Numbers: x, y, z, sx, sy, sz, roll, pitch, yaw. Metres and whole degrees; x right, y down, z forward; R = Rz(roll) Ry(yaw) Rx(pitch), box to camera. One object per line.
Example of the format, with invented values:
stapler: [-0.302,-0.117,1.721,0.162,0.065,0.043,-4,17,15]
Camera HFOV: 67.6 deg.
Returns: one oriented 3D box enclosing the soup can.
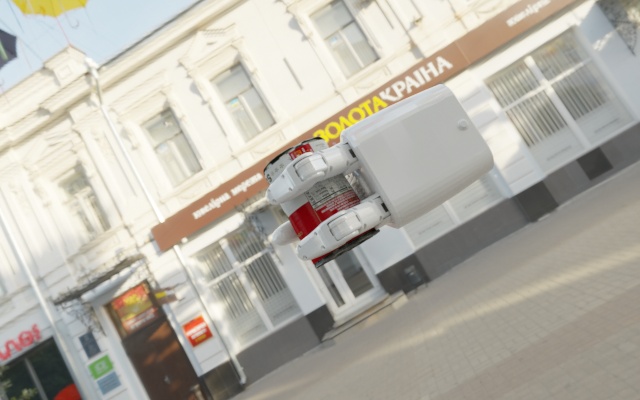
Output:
soup can: [-0.001,0.001,0.439,0.068,0.102,0.068,-29,-8,-5]
